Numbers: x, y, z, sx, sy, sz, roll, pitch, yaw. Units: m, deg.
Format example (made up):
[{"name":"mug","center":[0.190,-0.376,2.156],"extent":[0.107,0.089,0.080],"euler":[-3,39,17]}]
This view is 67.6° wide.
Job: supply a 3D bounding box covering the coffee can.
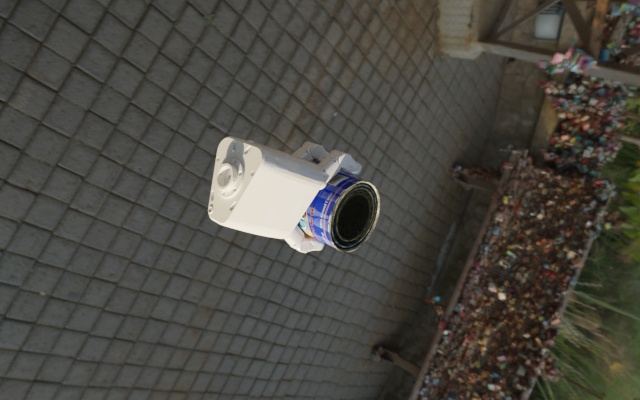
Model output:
[{"name":"coffee can","center":[0.000,0.002,0.693],"extent":[0.140,0.103,0.103],"euler":[23,15,41]}]
